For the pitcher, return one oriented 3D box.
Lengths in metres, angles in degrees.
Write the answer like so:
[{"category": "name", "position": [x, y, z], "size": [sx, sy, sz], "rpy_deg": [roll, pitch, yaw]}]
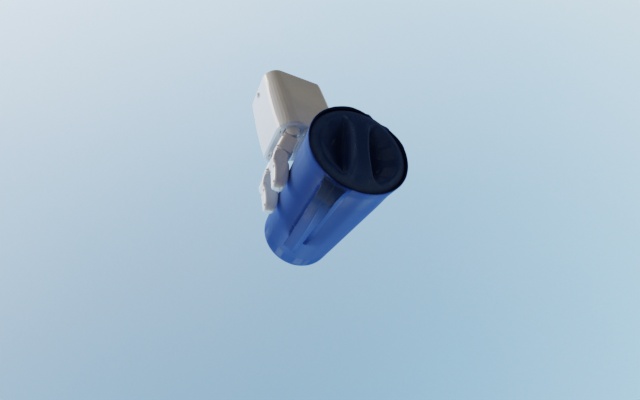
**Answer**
[{"category": "pitcher", "position": [0.000, 0.002, 0.656], "size": [0.149, 0.145, 0.243], "rpy_deg": [-4, -29, -28]}]
